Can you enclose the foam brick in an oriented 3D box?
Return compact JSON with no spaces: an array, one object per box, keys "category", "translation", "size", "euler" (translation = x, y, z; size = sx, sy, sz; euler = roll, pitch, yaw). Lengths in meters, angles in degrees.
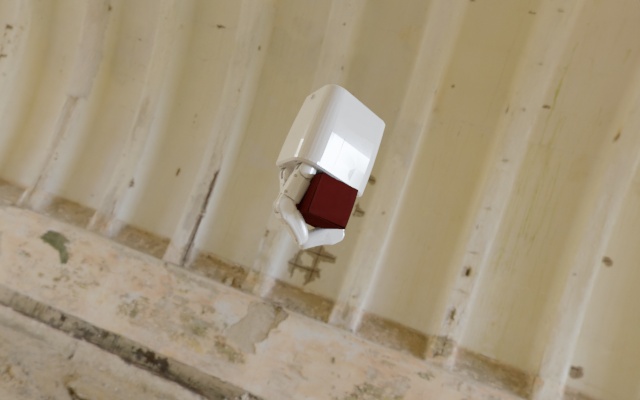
[{"category":"foam brick","translation":[0.000,0.002,0.577],"size":[0.053,0.051,0.078],"euler":[26,-13,-21]}]
